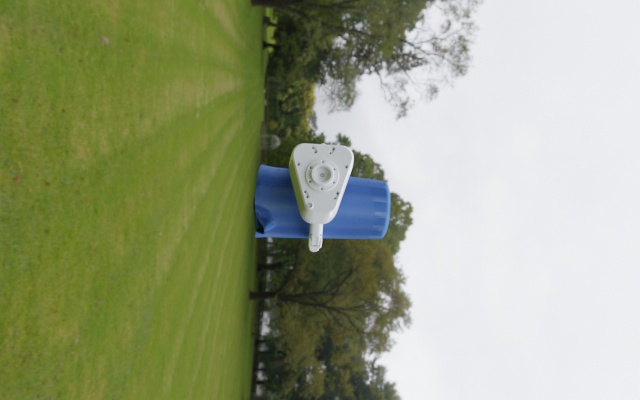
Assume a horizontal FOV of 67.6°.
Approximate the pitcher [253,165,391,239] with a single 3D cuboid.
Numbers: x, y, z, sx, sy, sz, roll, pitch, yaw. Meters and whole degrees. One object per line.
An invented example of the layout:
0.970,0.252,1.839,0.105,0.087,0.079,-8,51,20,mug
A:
0.000,0.003,0.885,0.243,0.149,0.145,4,-11,-2,pitcher
